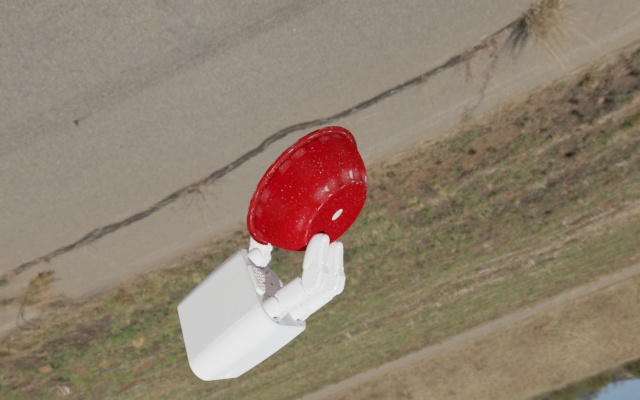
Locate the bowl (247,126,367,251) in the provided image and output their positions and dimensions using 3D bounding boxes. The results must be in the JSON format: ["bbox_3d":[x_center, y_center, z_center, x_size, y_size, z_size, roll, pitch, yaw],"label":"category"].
[{"bbox_3d":[0.001,0.001,0.522,0.055,0.162,0.162,41,22,28],"label":"bowl"}]
